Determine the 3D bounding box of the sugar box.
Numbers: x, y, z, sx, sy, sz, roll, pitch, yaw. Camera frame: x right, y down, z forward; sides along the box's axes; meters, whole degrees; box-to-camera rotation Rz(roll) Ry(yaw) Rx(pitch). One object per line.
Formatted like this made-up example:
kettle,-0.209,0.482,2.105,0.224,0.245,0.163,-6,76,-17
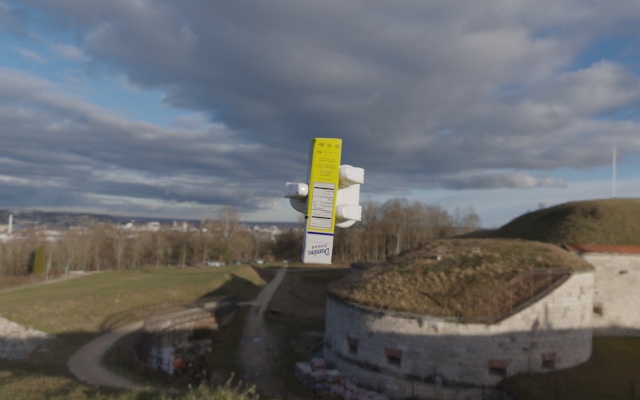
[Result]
sugar box,0.001,0.002,0.700,0.048,0.176,0.093,3,-2,-3
